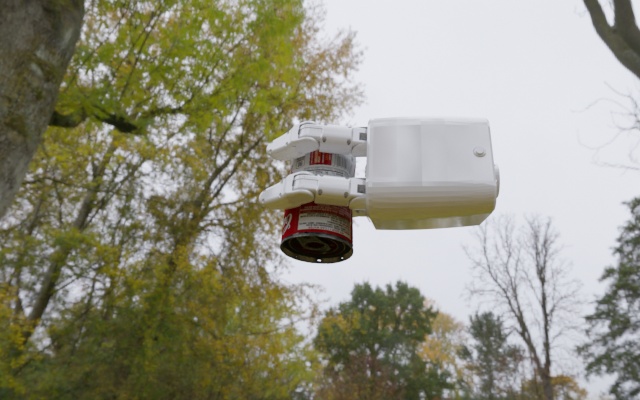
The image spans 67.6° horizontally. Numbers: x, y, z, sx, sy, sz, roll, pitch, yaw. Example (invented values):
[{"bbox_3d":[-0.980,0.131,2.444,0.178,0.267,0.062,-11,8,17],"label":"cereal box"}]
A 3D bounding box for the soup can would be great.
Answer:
[{"bbox_3d":[0.000,0.001,0.461,0.068,0.102,0.068,4,-27,2],"label":"soup can"}]
